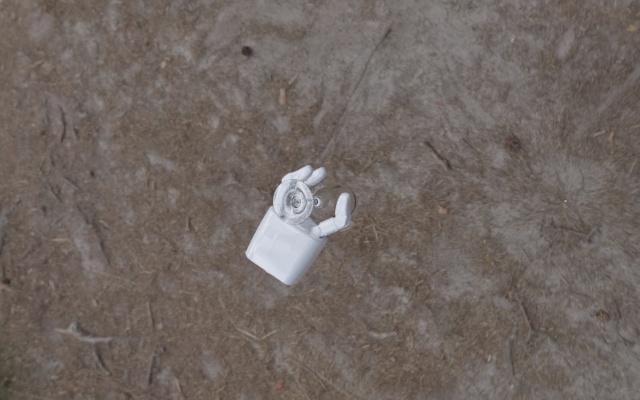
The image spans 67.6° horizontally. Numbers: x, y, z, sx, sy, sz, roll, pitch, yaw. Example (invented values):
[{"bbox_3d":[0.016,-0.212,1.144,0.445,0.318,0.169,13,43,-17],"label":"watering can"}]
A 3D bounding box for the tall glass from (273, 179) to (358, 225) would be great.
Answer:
[{"bbox_3d":[0.000,0.003,0.853,0.079,0.079,0.201,0,0,27],"label":"tall glass"}]
